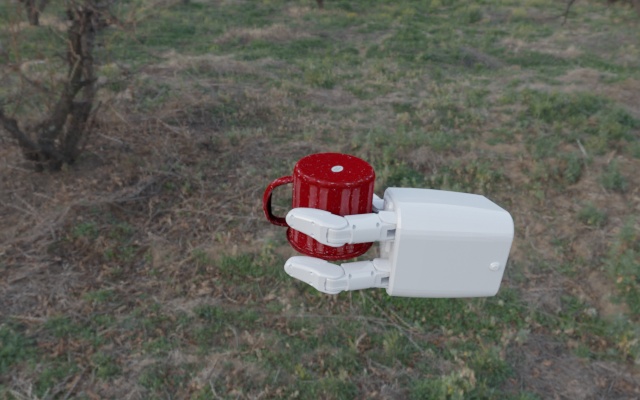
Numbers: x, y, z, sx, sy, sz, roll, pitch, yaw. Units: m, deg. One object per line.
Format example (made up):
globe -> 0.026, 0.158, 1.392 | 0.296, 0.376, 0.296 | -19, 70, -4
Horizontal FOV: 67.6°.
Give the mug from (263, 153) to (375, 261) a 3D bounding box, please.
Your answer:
mug -> -0.001, 0.001, 0.487 | 0.117, 0.081, 0.093 | 3, 28, -2
